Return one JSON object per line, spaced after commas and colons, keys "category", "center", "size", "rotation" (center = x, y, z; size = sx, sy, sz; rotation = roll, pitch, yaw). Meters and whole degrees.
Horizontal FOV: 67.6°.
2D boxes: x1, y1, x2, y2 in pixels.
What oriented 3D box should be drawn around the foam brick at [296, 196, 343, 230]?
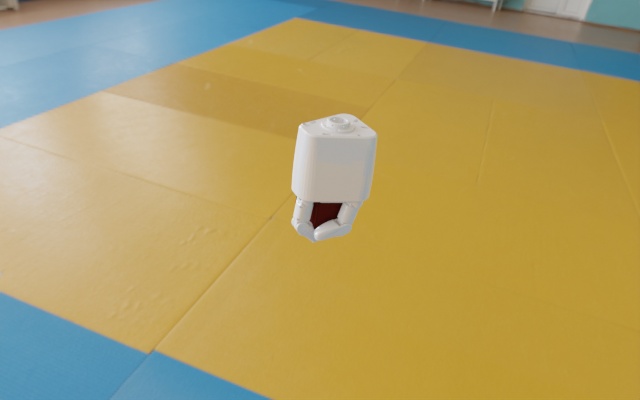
{"category": "foam brick", "center": [0.000, 0.002, 0.774], "size": [0.053, 0.051, 0.078], "rotation": [-9, 34, -26]}
